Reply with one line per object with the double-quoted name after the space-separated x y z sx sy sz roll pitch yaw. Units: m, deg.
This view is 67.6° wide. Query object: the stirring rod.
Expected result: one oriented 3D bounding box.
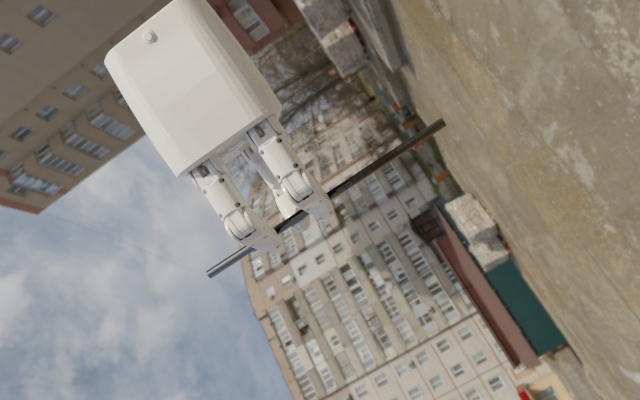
0.000 0.001 0.406 0.239 0.011 0.011 -33 -6 10 "stirring rod"
